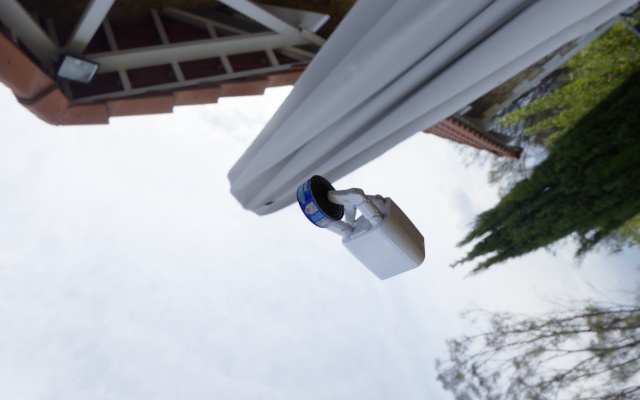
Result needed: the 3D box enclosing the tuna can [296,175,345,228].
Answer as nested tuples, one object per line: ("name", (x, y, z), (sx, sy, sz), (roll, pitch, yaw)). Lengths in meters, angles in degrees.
("tuna can", (0.000, 0.003, 0.790), (0.034, 0.086, 0.086), (-33, -17, 28))
